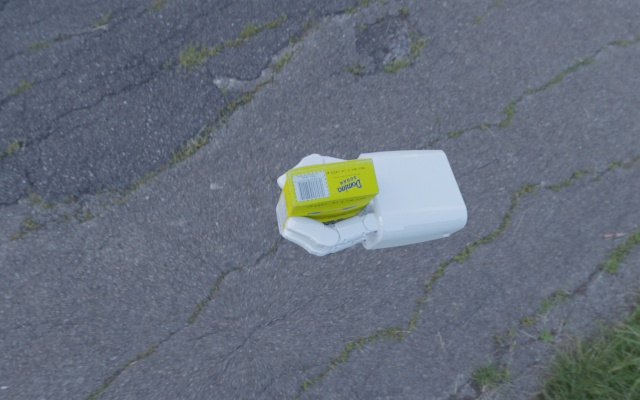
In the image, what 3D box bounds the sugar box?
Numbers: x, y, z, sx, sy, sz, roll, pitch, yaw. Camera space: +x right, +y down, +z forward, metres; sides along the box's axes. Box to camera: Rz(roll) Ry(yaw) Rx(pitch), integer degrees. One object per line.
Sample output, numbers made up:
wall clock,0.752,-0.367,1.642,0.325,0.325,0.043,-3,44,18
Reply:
sugar box,0.000,0.002,0.566,0.093,0.048,0.176,-8,-15,-10
